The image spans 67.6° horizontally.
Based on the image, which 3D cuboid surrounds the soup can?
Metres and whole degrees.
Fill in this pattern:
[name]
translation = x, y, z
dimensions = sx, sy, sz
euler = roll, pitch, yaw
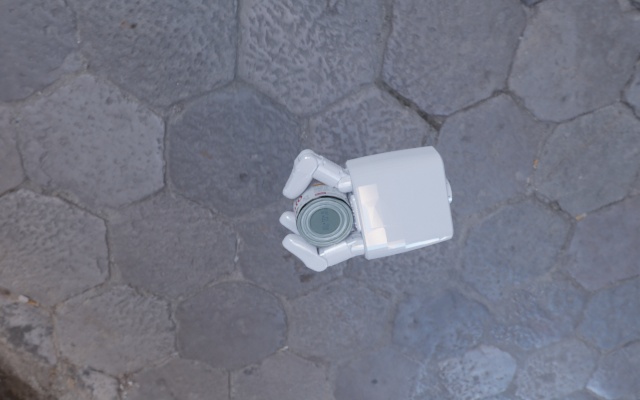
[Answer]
[soup can]
translation = 0.000, 0.002, 0.579
dimensions = 0.068, 0.068, 0.102
euler = 0, 28, -7
